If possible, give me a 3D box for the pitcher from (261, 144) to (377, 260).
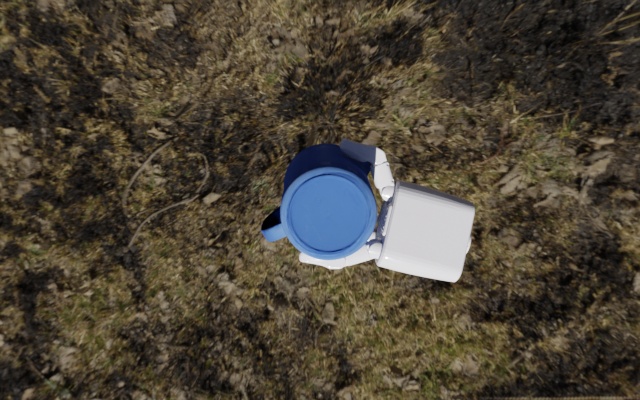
[{"bbox_3d":[0.000,0.002,0.637,0.145,0.149,0.243,15,9,-2],"label":"pitcher"}]
